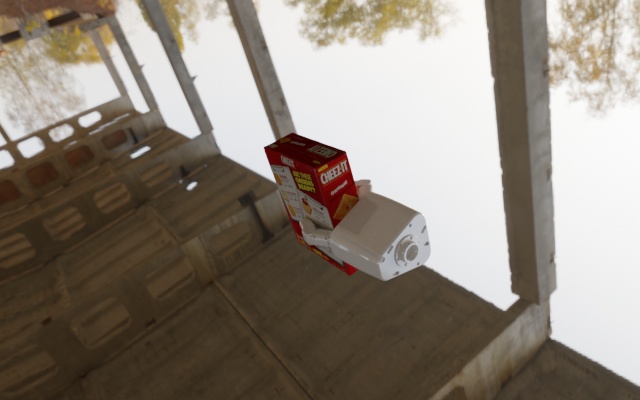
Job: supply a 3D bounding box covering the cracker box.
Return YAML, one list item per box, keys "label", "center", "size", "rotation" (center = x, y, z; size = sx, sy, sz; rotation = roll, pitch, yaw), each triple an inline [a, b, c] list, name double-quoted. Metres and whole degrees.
- label: "cracker box"
  center: [0.000, 0.003, 0.820]
  size: [0.072, 0.214, 0.164]
  rotation: [-32, 33, -23]
